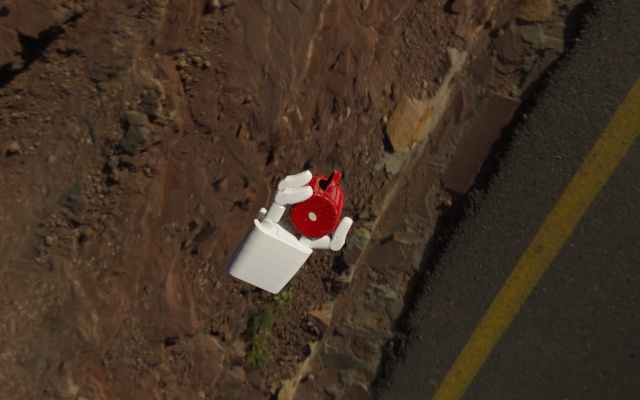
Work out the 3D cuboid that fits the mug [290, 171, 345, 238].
[{"bbox_3d":[0.001,0.002,0.804,0.093,0.117,0.081,32,20,-7],"label":"mug"}]
